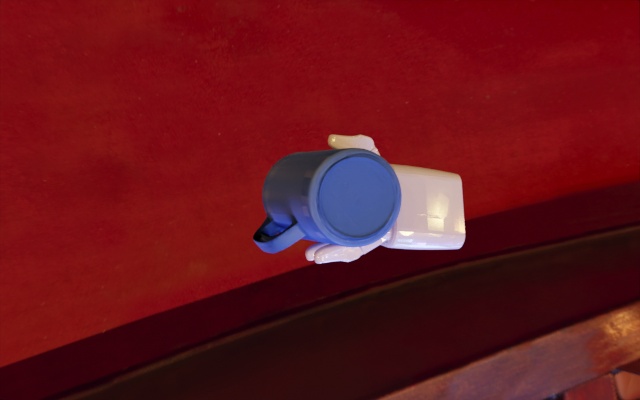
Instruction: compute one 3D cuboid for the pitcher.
[{"bbox_3d":[0.000,0.002,0.618,0.145,0.149,0.243,6,0,-15],"label":"pitcher"}]
